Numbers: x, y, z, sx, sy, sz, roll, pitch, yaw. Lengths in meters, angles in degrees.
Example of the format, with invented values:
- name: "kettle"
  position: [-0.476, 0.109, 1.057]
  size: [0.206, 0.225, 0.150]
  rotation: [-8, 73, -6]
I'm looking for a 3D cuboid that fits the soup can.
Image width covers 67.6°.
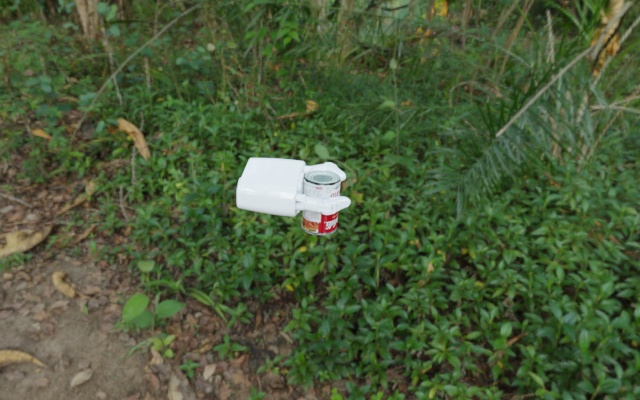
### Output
- name: "soup can"
  position: [0.001, 0.003, 0.874]
  size: [0.068, 0.102, 0.068]
  rotation: [3, 24, -1]
